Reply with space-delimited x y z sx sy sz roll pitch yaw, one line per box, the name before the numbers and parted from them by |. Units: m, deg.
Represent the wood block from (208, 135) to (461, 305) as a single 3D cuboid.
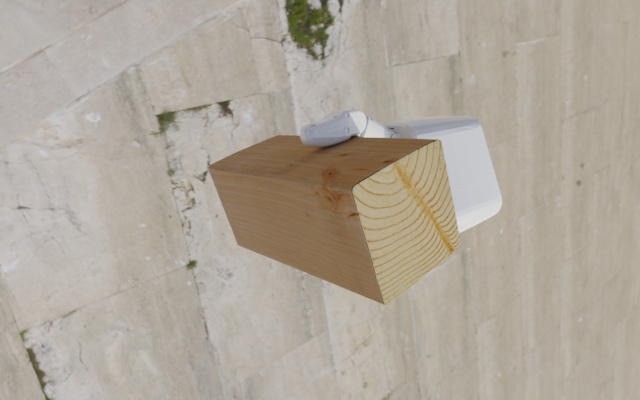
wood block | 0.000 0.001 0.405 0.090 0.091 0.206 -29 23 -31
